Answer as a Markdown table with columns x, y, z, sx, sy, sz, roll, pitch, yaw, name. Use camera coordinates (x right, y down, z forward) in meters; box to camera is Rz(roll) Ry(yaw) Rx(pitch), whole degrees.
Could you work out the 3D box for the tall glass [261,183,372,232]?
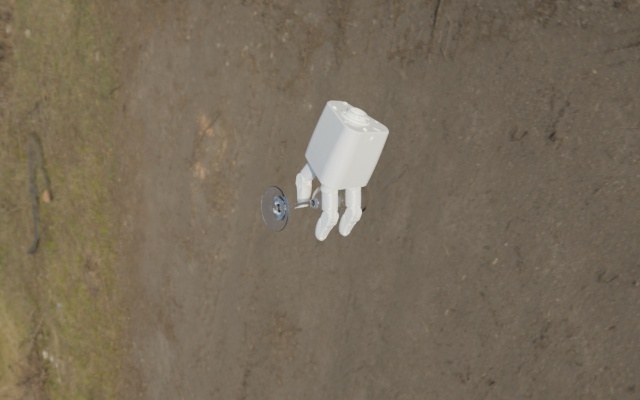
| x | y | z | sx | sy | sz | roll | pitch | yaw | name |
| --- | --- | --- | --- | --- | --- | --- | --- | --- | --- |
| 0.000 | 0.003 | 0.833 | 0.201 | 0.079 | 0.079 | -8 | 5 | -41 | tall glass |
